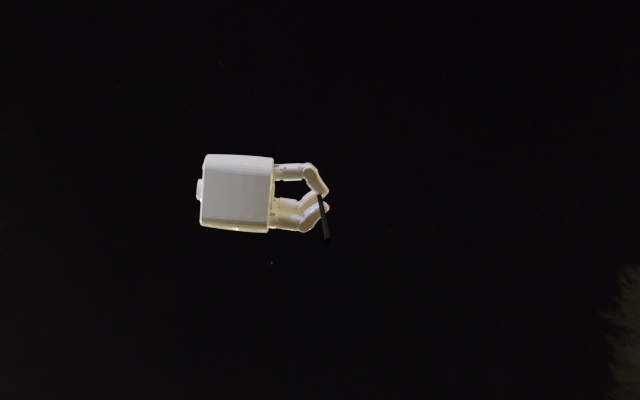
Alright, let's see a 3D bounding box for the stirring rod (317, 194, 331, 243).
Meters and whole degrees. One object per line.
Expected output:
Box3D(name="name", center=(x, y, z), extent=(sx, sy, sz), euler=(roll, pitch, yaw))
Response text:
Box3D(name="stirring rod", center=(0.000, 0.002, 0.748), extent=(0.011, 0.011, 0.239), euler=(0, 25, -5))
